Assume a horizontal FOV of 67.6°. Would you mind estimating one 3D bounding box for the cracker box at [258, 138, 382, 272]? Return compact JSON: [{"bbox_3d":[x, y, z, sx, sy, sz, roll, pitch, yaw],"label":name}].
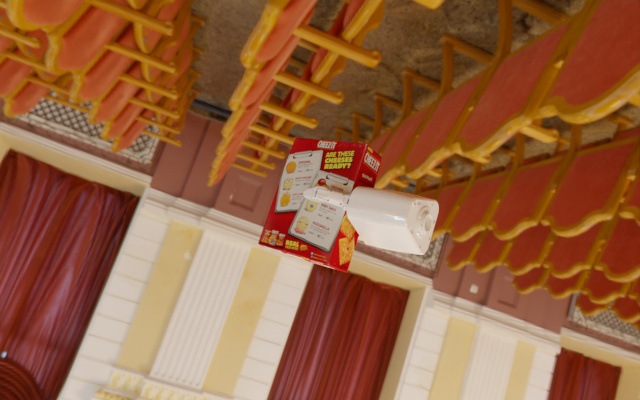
[{"bbox_3d":[0.000,0.003,0.850,0.164,0.213,0.072,11,-13,37],"label":"cracker box"}]
